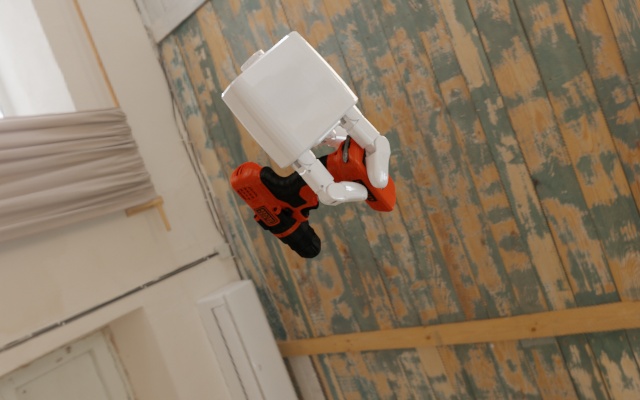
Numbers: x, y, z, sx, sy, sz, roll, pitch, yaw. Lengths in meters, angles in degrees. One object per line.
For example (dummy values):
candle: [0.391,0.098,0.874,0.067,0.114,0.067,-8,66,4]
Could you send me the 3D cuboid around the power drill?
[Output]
power drill: [0.000,0.002,0.633,0.188,0.057,0.184,-19,-50,27]
